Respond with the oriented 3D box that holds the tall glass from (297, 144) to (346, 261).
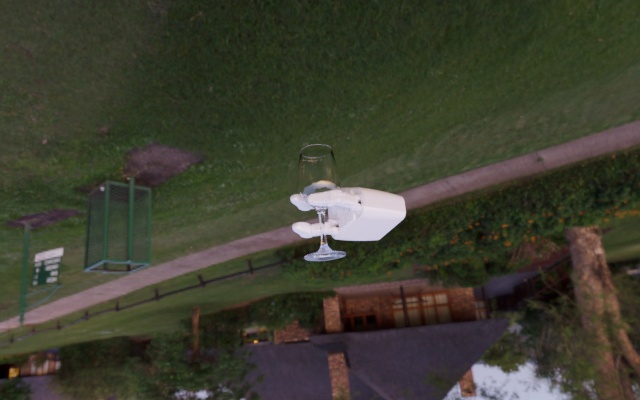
[{"bbox_3d":[0.000,0.003,0.856,0.079,0.201,0.079,-5,-17,-1],"label":"tall glass"}]
